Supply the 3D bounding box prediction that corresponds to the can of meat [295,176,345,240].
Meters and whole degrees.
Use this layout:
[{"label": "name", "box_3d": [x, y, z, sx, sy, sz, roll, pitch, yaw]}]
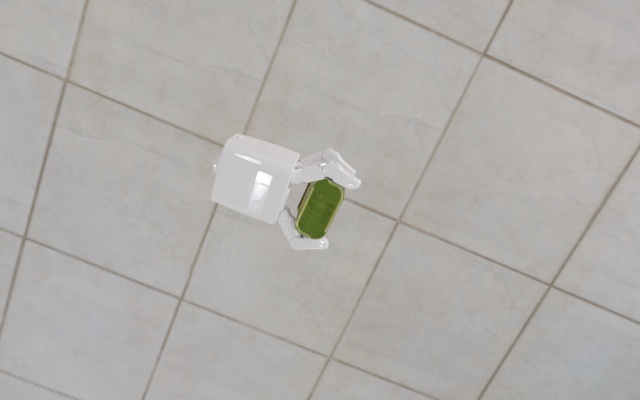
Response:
[{"label": "can of meat", "box_3d": [0.000, 0.003, 0.746, 0.057, 0.102, 0.084, 24, 16, -4]}]
